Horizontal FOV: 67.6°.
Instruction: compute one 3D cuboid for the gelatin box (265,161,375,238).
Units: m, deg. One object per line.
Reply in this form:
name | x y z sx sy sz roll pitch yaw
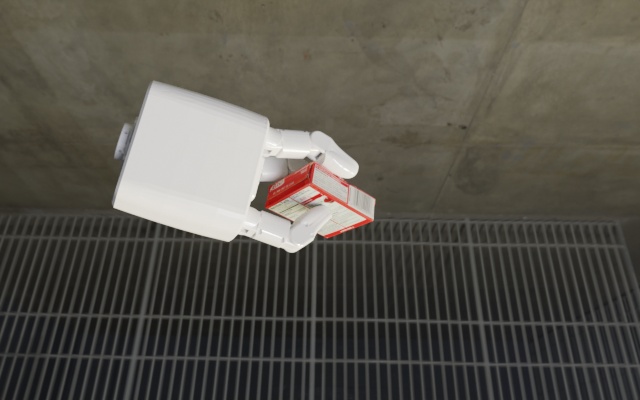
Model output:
gelatin box | 0.000 0.002 0.492 0.089 0.030 0.073 29 -36 -30
